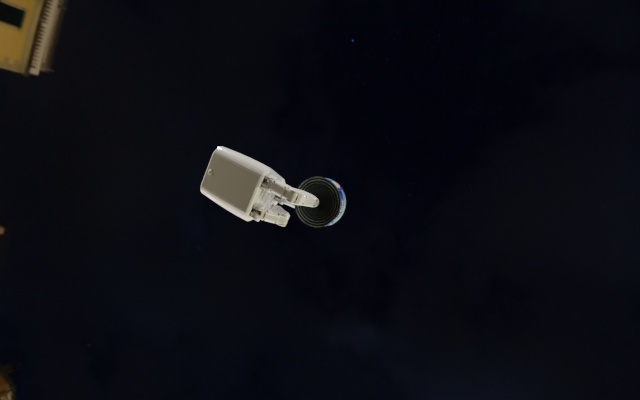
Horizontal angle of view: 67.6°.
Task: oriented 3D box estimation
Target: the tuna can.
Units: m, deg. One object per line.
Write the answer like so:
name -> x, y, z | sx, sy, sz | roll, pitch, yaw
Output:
tuna can -> 0.000, 0.003, 0.822 | 0.086, 0.086, 0.034 | 0, -1, 22
